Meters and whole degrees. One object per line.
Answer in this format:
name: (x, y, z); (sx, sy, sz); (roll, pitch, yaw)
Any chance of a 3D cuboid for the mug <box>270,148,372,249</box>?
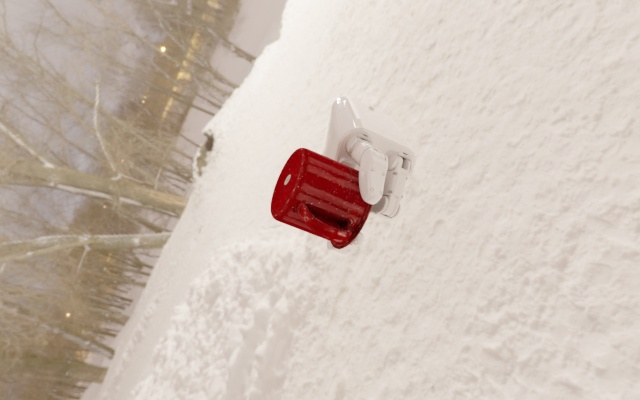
mug: (0.000, 0.002, 0.495); (0.081, 0.093, 0.117); (22, 29, -20)
